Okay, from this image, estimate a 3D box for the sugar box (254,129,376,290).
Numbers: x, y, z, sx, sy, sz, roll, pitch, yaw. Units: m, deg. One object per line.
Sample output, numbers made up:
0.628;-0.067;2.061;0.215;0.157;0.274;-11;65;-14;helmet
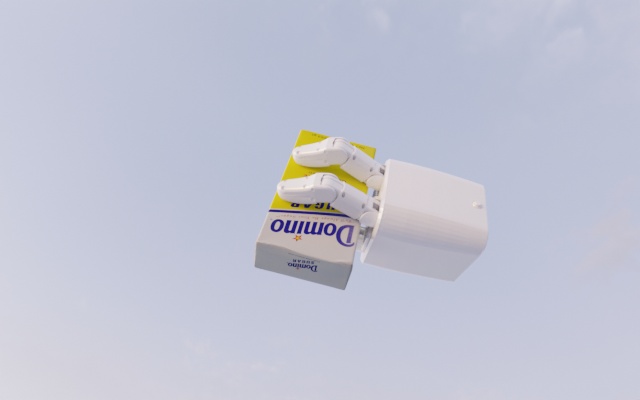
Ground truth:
0.000;0.001;0.500;0.093;0.048;0.176;14;44;2;sugar box
